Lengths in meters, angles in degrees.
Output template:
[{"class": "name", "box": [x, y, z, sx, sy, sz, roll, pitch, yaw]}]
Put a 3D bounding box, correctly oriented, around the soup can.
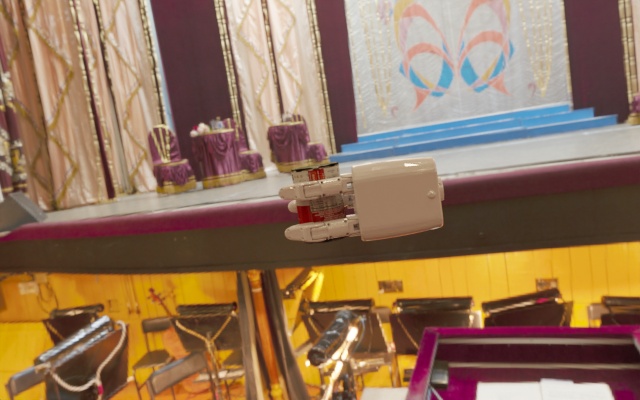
[{"class": "soup can", "box": [0.000, 0.002, 0.657, 0.068, 0.102, 0.068, -9, 7, 1]}]
